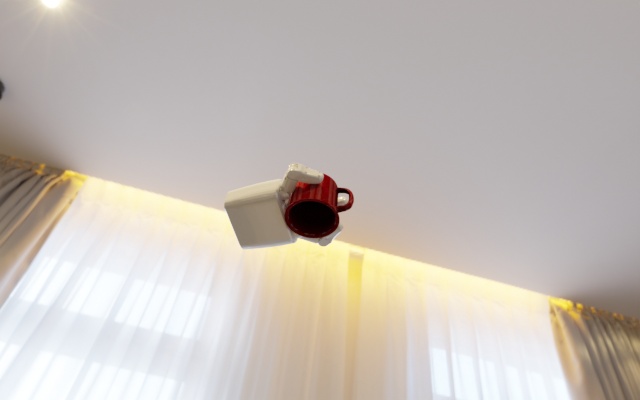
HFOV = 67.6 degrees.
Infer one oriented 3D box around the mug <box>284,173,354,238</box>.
[{"bbox_3d":[0.001,0.002,0.823,0.117,0.093,0.081,-11,40,15],"label":"mug"}]
